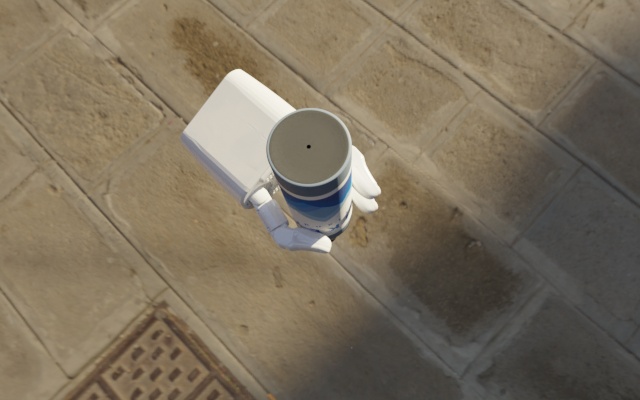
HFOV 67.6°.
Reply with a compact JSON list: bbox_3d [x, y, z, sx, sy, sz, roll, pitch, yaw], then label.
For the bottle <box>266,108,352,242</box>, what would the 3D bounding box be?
[{"bbox_3d":[0.000,0.002,0.506,0.069,0.069,0.296,0,-17,4],"label":"bottle"}]
